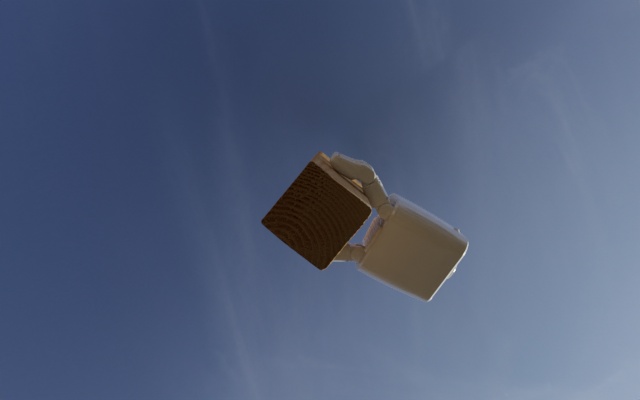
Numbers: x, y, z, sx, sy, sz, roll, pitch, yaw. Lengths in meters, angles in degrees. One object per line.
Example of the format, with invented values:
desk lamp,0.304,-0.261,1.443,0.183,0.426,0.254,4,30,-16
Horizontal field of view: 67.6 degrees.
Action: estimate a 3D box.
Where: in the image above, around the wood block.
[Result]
wood block,0.000,0.002,0.614,0.090,0.091,0.206,39,8,-3
